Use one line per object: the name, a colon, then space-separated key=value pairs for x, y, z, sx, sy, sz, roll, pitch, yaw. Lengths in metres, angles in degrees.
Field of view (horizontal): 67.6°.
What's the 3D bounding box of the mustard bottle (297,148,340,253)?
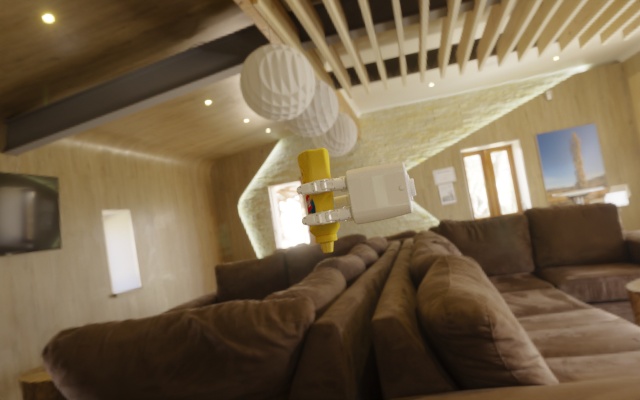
mustard bottle: x=0.000 y=0.003 z=0.898 sx=0.058 sy=0.191 sz=0.096 roll=-9 pitch=-3 yaw=-11
